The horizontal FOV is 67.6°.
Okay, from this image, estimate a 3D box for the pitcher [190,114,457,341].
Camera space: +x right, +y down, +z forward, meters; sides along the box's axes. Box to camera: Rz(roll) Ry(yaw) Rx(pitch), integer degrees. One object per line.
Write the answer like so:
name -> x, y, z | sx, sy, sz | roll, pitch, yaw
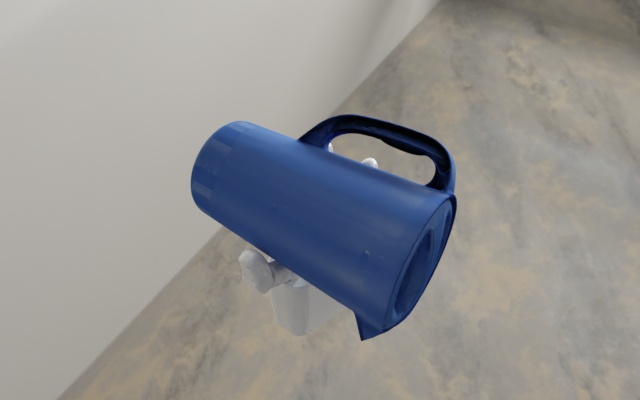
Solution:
pitcher -> 0.000, 0.002, 0.459 | 0.243, 0.145, 0.149 | 26, 50, 25
